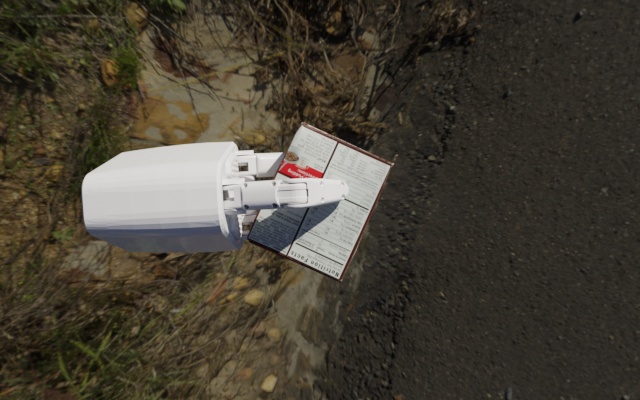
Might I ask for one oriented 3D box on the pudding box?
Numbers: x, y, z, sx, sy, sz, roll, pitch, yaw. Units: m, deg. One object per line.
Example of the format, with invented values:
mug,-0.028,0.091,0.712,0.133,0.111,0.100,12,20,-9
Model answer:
pudding box,0.000,0.001,0.413,0.090,0.113,0.039,25,2,1
